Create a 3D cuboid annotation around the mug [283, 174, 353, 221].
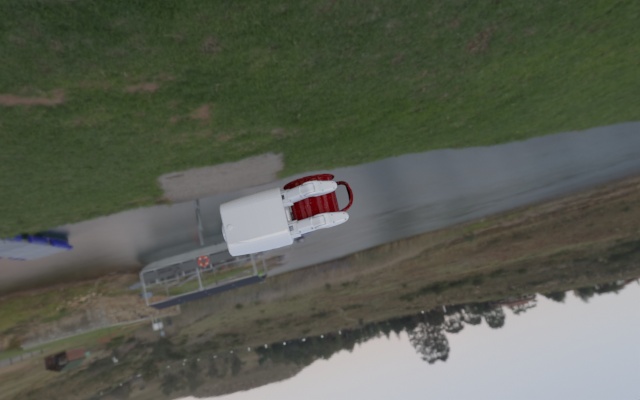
[{"bbox_3d":[0.002,0.003,0.840,0.117,0.081,0.093,-14,-10,1],"label":"mug"}]
